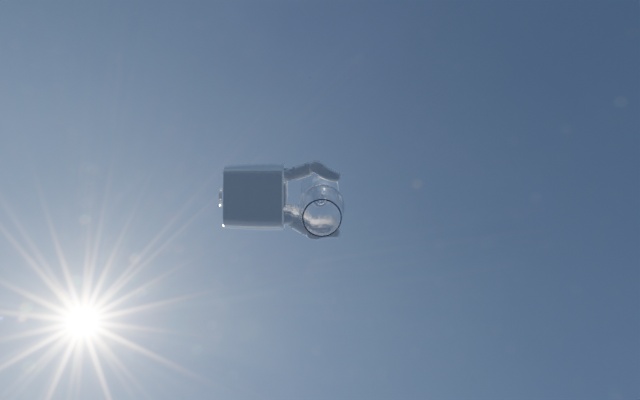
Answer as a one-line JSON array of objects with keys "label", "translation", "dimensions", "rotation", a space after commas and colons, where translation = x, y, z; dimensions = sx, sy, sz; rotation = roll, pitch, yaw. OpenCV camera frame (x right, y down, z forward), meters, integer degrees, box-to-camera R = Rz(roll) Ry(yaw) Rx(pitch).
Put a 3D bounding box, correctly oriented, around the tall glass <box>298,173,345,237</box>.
[{"label": "tall glass", "translation": [0.000, 0.002, 0.834], "dimensions": [0.079, 0.079, 0.201], "rotation": [0, 14, -2]}]
